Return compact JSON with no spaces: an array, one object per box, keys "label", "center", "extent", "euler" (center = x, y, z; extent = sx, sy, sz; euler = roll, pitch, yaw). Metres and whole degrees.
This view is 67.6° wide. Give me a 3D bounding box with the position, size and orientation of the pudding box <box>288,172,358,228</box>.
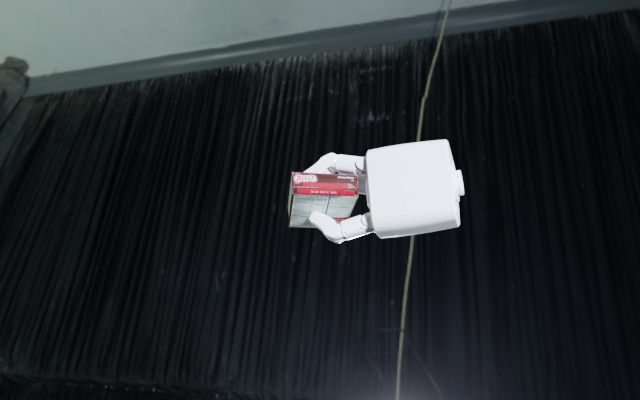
[{"label":"pudding box","center":[0.000,0.002,0.676],"extent":[0.090,0.039,0.114],"euler":[3,-29,-6]}]
